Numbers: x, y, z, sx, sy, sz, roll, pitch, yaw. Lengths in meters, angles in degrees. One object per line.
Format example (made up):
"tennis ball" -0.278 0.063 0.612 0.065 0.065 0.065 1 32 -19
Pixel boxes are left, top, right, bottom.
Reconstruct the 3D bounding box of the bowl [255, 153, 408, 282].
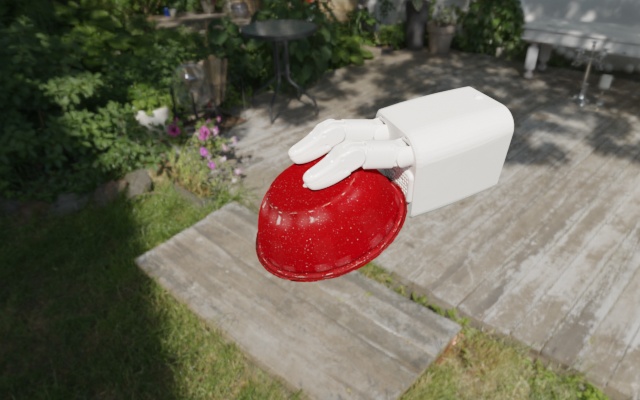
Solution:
"bowl" -0.001 0.002 0.469 0.162 0.055 0.162 -16 36 12
